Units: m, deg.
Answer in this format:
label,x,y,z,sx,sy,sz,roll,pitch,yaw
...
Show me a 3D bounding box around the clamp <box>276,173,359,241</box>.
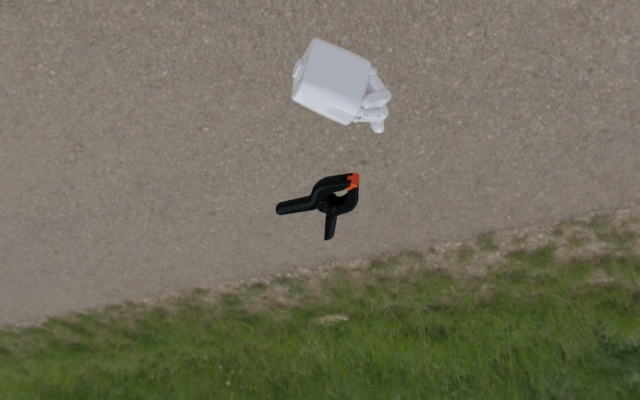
label,x,y,z,sx,sy,sz,roll,pitch,yaw
clamp,0.000,0.003,0.816,0.120,0.039,0.171,19,-43,-17
